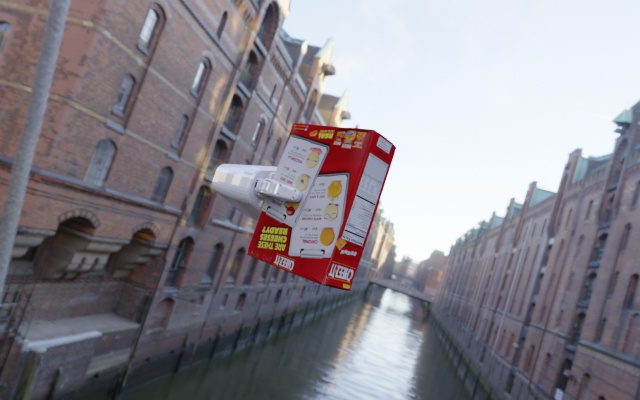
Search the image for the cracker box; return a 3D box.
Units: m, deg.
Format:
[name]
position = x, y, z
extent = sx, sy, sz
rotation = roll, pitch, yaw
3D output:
[cracker box]
position = 0.000, 0.002, 0.686
extent = 0.164, 0.213, 0.072
rotation = 13, -7, 44
